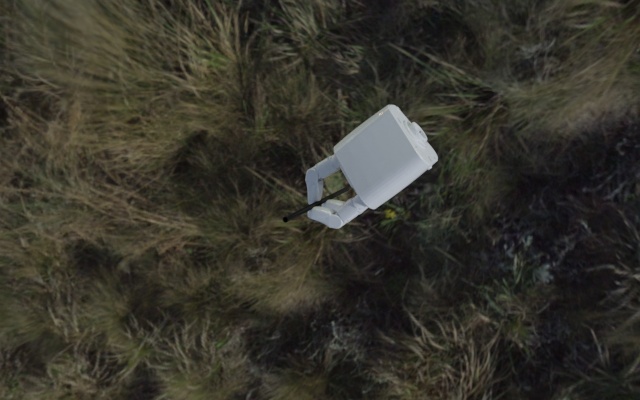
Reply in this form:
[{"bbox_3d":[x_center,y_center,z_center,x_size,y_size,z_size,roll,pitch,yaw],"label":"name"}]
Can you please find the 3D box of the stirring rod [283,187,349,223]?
[{"bbox_3d":[0.000,0.002,0.751,0.011,0.011,0.239,0,11,24],"label":"stirring rod"}]
